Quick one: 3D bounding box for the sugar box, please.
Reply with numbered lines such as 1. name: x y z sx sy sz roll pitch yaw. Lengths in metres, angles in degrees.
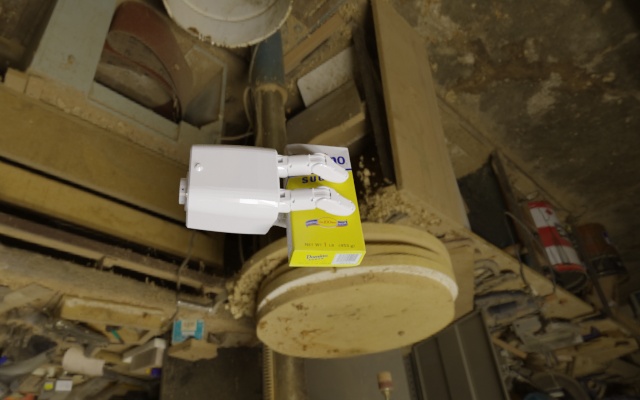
1. sugar box: 0.000 0.002 0.637 0.093 0.176 0.048 2 -35 -14
